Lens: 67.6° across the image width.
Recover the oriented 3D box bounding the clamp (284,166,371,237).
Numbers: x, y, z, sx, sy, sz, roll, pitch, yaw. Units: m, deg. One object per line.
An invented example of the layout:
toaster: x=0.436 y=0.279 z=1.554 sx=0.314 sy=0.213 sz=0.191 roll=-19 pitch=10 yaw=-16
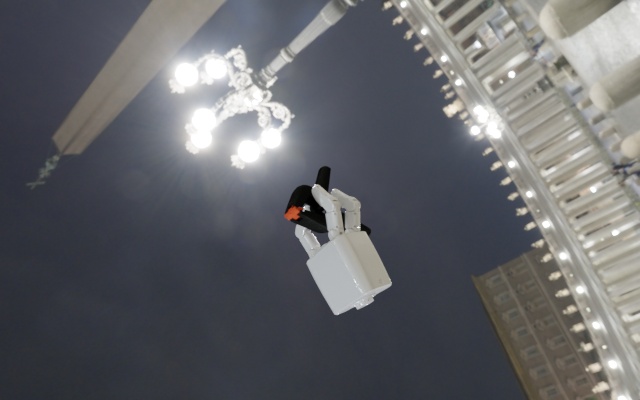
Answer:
clamp: x=-0.001 y=0.003 z=0.862 sx=0.036 sy=0.164 sz=0.210 roll=-40 pitch=-21 yaw=27
